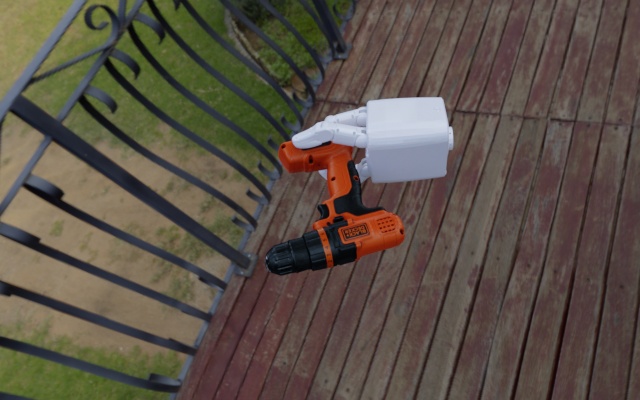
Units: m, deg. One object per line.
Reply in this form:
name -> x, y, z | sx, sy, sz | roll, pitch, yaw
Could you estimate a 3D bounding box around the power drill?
power drill -> 0.000, 0.002, 0.648 | 0.184, 0.187, 0.057 | -13, -27, -9
